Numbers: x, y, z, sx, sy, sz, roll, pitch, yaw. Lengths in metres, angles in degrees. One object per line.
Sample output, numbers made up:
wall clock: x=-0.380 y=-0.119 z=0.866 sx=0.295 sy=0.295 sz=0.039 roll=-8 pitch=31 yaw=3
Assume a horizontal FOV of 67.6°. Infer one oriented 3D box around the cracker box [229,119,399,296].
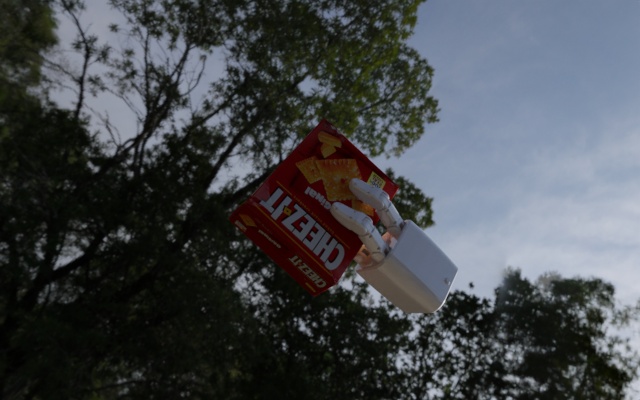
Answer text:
cracker box: x=0.000 y=0.002 z=0.698 sx=0.213 sy=0.164 sz=0.072 roll=-52 pitch=7 yaw=-38
